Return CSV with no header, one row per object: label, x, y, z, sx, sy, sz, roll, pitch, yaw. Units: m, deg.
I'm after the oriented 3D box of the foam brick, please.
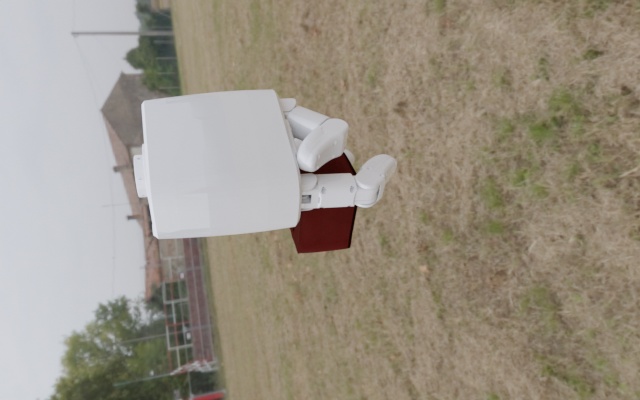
foam brick,0.000,0.002,0.428,0.051,0.078,0.053,-7,41,-16
